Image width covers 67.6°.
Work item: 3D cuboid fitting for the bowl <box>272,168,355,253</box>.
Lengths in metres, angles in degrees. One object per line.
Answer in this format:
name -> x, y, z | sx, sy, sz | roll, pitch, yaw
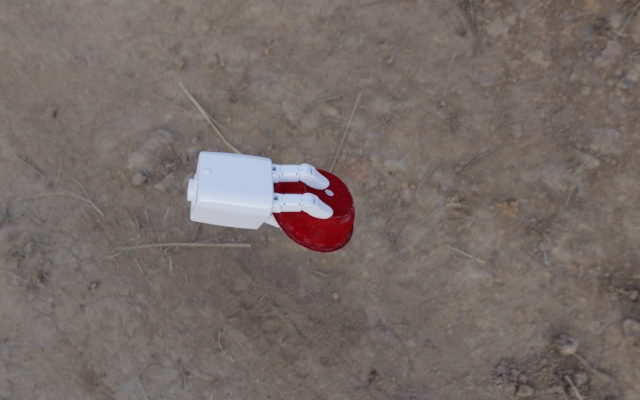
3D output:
bowl -> 0.001, 0.002, 0.788 | 0.162, 0.162, 0.055 | 0, -32, -36
